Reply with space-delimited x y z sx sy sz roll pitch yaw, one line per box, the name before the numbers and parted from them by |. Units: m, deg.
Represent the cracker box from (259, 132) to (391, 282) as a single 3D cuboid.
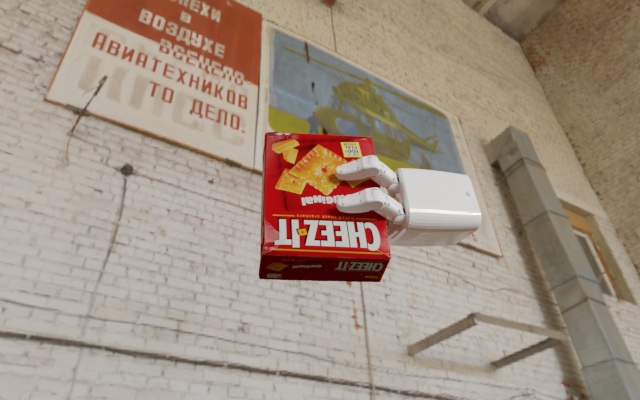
cracker box | 0.000 0.002 0.665 0.164 0.213 0.072 3 -38 -8
